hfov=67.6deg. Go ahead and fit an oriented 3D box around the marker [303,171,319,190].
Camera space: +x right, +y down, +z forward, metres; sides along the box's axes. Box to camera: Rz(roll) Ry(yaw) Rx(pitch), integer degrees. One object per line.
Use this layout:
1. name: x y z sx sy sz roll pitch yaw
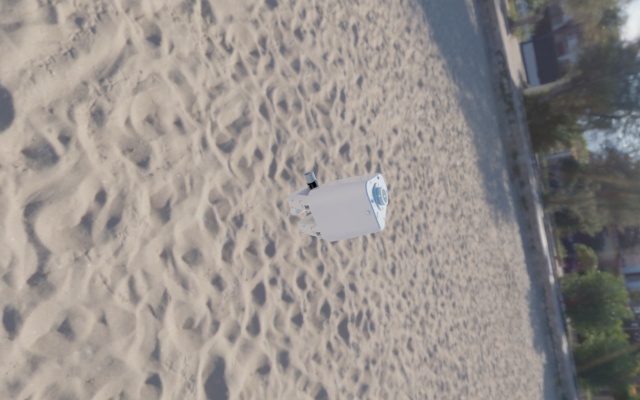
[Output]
1. marker: 0.000 0.003 0.866 0.020 0.121 0.020 -20 23 9
